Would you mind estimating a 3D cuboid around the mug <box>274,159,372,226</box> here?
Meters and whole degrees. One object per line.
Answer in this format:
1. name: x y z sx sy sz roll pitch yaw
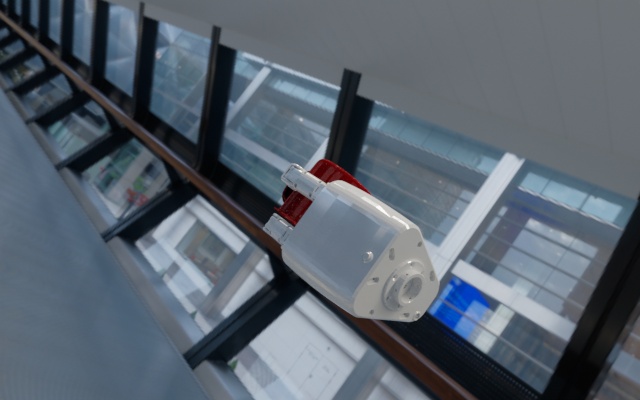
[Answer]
1. mug: -0.001 0.001 0.563 0.117 0.081 0.093 33 -7 45
